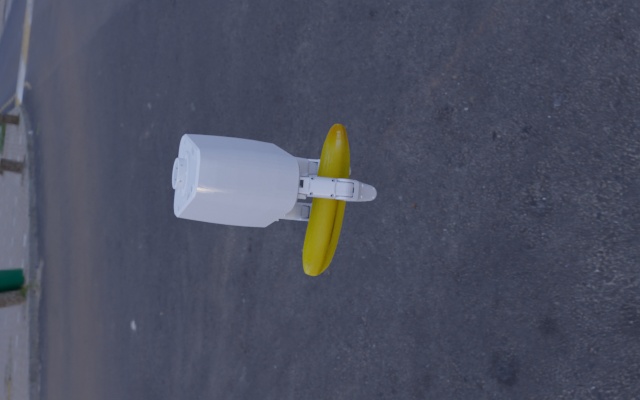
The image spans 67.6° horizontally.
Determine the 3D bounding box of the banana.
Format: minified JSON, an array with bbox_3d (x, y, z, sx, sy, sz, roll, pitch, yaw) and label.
[{"bbox_3d":[0.004,0.012,0.556,0.037,0.198,0.069,6,21,-17],"label":"banana"}]
